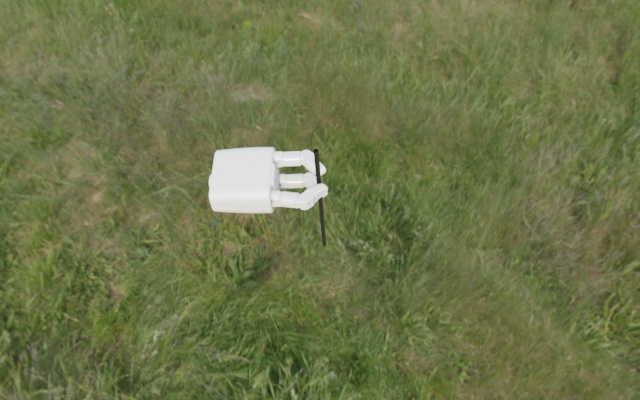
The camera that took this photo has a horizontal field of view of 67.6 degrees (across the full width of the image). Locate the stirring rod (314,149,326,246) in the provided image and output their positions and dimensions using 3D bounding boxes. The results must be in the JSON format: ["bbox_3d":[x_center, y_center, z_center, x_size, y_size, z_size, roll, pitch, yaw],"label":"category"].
[{"bbox_3d":[0.000,0.003,0.855,0.011,0.011,0.240,0,-44,5],"label":"stirring rod"}]
